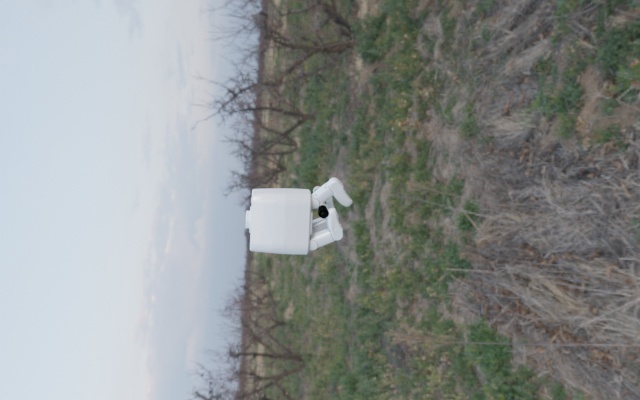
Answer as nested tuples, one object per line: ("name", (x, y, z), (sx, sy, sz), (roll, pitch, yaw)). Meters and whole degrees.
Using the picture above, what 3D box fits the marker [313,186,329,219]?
("marker", (0.000, 0.003, 0.887), (0.020, 0.020, 0.121), (0, 22, -6))
